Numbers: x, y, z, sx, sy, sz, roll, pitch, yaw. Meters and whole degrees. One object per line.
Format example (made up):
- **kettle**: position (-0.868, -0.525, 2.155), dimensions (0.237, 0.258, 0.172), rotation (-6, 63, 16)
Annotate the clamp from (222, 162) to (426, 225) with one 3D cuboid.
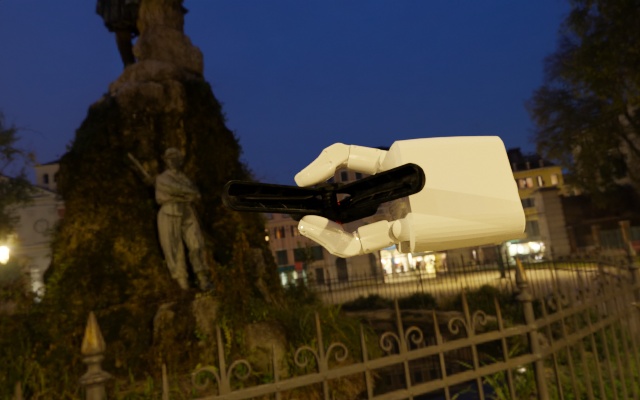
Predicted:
- **clamp**: position (0.000, 0.001, 0.468), dimensions (0.164, 0.036, 0.210), rotation (-3, -8, -1)
